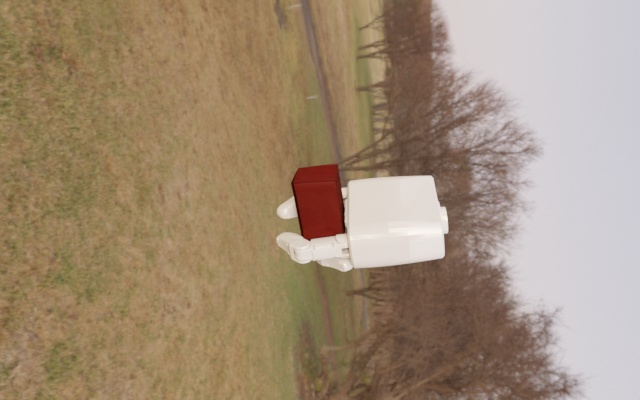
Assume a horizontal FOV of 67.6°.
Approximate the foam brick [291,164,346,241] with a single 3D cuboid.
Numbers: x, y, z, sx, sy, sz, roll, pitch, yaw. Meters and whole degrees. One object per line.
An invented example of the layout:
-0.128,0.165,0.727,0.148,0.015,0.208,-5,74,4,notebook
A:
0.000,0.002,0.571,0.051,0.078,0.053,-6,25,10,foam brick
